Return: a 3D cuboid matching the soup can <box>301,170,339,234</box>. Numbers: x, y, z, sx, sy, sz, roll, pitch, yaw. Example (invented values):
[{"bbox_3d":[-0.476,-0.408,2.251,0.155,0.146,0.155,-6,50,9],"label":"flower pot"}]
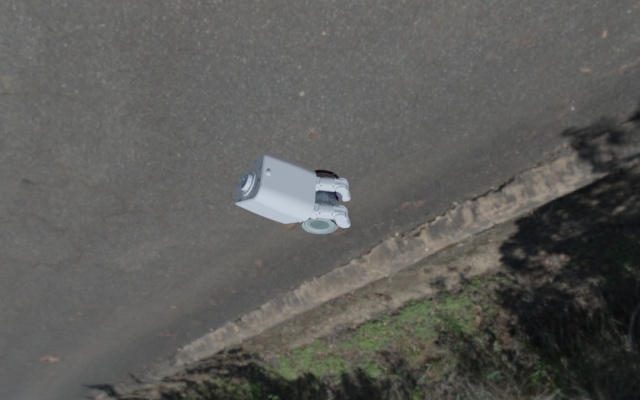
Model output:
[{"bbox_3d":[0.000,0.003,0.891,0.068,0.102,0.068,3,-29,1],"label":"soup can"}]
